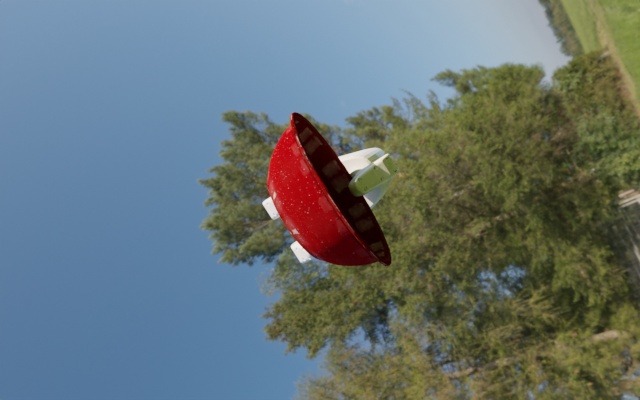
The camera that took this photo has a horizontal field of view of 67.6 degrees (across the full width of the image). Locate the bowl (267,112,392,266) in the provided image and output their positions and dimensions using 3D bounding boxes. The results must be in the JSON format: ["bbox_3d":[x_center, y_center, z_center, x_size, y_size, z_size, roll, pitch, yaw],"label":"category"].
[{"bbox_3d":[-0.001,0.002,0.437,0.055,0.162,0.162,-32,-7,11],"label":"bowl"}]
